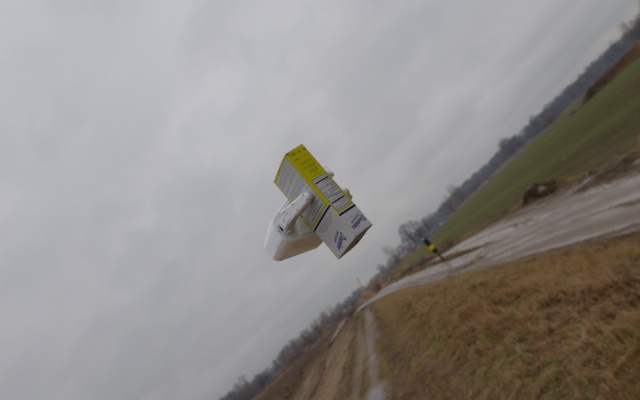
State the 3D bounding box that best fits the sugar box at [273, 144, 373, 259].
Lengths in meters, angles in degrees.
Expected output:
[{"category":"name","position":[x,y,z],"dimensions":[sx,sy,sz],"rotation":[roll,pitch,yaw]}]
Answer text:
[{"category":"sugar box","position":[0.000,0.002,0.776],"dimensions":[0.048,0.176,0.093],"rotation":[-35,-13,-31]}]
